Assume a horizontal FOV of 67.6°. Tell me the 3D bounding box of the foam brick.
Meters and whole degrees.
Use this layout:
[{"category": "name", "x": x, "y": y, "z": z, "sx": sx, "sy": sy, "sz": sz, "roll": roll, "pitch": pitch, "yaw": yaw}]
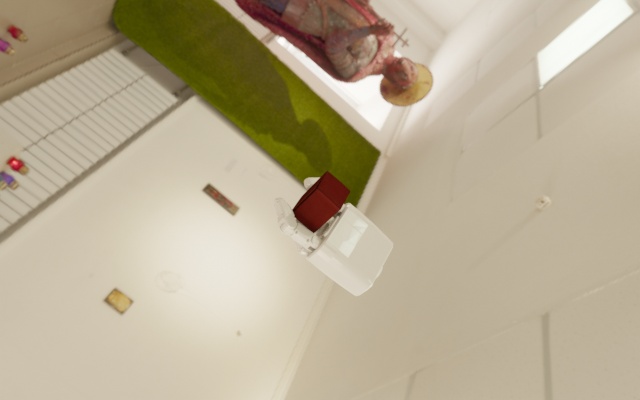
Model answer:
[{"category": "foam brick", "x": 0.000, "y": 0.002, "z": 0.754, "sx": 0.078, "sy": 0.051, "sz": 0.053, "roll": -44, "pitch": 9, "yaw": 40}]
